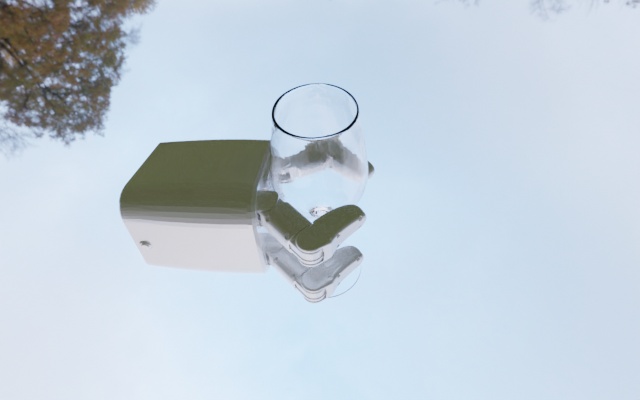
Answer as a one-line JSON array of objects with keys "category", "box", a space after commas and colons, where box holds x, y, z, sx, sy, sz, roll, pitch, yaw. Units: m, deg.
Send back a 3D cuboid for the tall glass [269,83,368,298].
[{"category": "tall glass", "box": [0.000, 0.002, 0.408, 0.079, 0.079, 0.201, 0, -41, 3]}]
